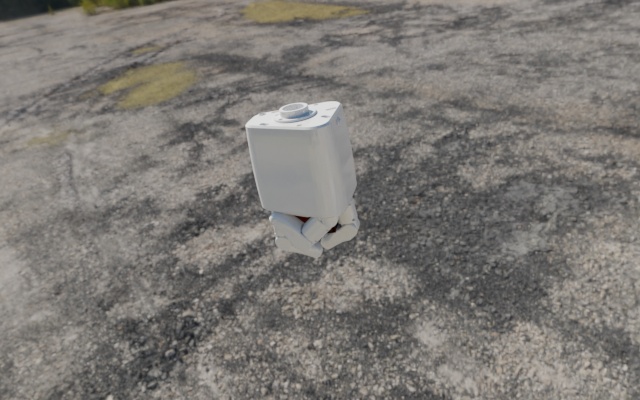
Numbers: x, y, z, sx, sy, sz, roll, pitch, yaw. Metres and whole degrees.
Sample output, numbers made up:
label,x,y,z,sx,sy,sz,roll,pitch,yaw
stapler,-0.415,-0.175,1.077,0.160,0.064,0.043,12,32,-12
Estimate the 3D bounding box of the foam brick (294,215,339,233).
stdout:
label,x,y,z,sx,sy,sz,roll,pitch,yaw
foam brick,0.000,0.002,0.626,0.053,0.051,0.078,-3,28,17
